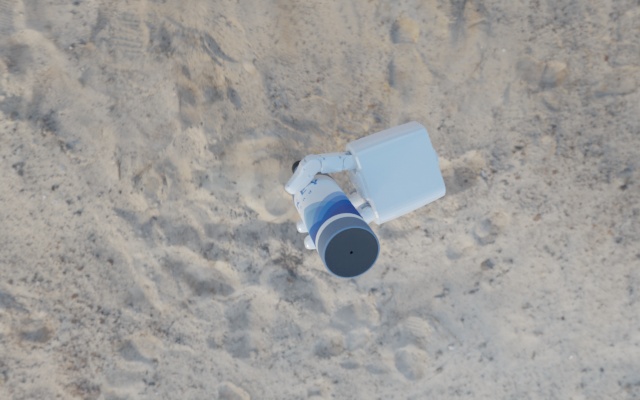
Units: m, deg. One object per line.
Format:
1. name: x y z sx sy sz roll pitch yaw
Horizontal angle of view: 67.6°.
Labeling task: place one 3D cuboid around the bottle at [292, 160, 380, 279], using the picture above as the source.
1. bottle: 0.000 0.002 0.656 0.069 0.069 0.295 0 22 -15
